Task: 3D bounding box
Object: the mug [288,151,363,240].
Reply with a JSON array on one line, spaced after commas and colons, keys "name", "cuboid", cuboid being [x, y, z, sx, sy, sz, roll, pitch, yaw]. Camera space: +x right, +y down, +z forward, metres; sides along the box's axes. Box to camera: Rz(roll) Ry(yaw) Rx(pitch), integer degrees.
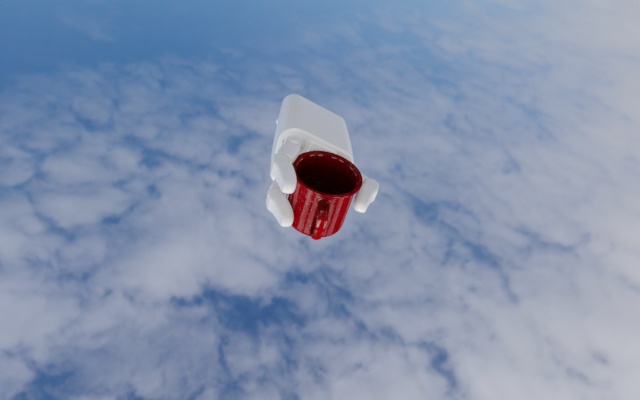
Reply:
[{"name": "mug", "cuboid": [0.000, 0.003, 0.619, 0.093, 0.082, 0.117, 9, 40, -10]}]
